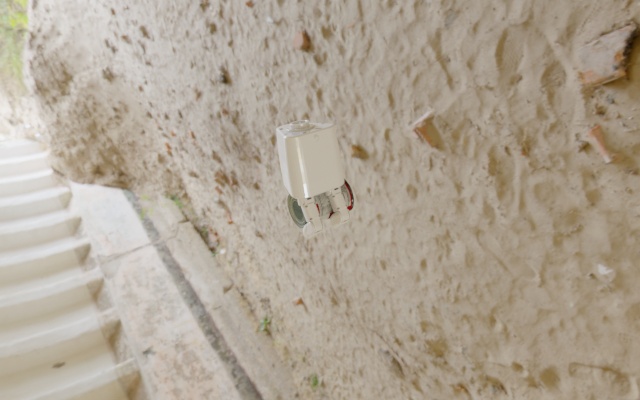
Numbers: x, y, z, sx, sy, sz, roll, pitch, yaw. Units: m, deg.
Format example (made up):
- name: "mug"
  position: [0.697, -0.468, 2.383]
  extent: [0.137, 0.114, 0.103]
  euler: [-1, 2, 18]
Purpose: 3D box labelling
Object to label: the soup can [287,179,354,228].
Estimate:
- name: "soup can"
  position: [0.000, 0.003, 0.859]
  extent: [0.102, 0.068, 0.068]
  euler: [-20, 9, -26]
